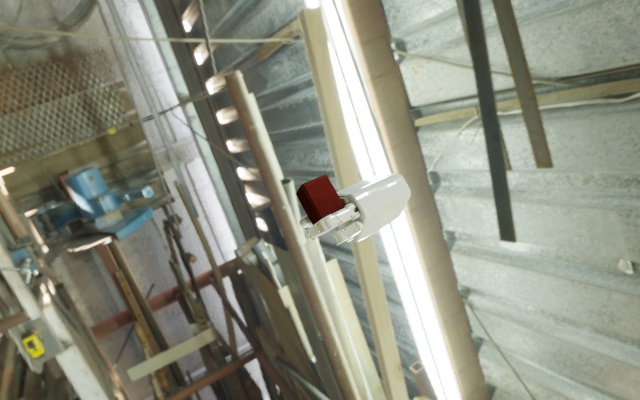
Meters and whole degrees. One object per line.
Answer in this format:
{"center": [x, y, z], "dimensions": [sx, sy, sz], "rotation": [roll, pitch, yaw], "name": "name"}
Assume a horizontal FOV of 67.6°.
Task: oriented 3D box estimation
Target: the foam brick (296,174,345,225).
{"center": [0.000, 0.003, 0.844], "dimensions": [0.051, 0.078, 0.053], "rotation": [-26, -7, -21], "name": "foam brick"}
